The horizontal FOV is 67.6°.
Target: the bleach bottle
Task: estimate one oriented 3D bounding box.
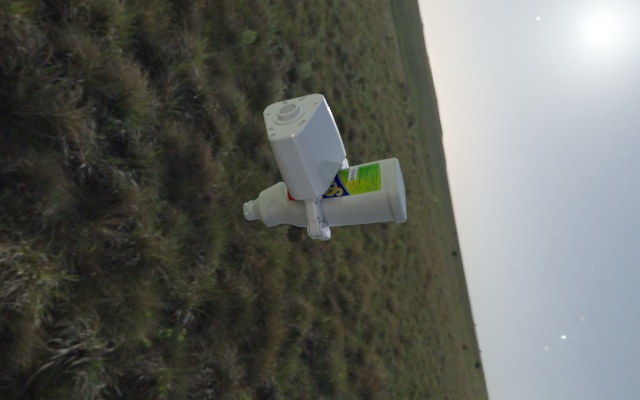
[{"bbox_3d":[0.000,0.002,0.730,0.251,0.068,0.102,-10,40,15],"label":"bleach bottle"}]
